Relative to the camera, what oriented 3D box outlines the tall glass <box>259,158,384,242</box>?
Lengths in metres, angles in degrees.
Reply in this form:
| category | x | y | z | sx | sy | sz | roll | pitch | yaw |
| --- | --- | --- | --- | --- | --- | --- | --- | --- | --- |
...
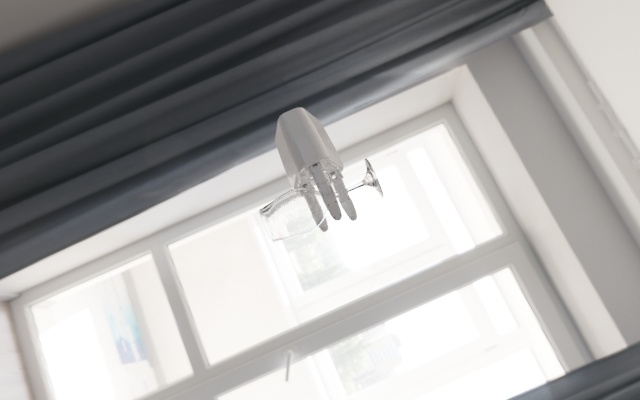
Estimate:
| category | x | y | z | sx | sy | sz | roll | pitch | yaw |
| --- | --- | --- | --- | --- | --- | --- | --- | --- | --- |
| tall glass | 0.001 | 0.002 | 0.804 | 0.201 | 0.079 | 0.079 | -24 | 0 | 0 |
